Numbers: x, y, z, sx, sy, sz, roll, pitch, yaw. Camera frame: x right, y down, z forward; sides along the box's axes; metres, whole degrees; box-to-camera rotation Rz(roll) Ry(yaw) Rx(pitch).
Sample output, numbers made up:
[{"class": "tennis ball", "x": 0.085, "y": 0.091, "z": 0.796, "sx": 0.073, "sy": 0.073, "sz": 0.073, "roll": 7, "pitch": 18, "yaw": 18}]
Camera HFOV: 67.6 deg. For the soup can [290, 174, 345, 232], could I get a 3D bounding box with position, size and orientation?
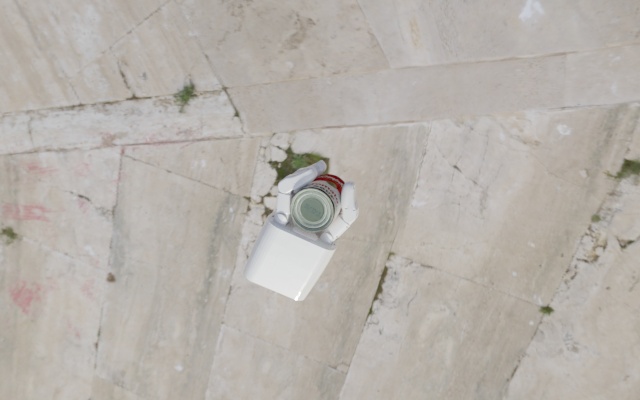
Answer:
[{"class": "soup can", "x": 0.000, "y": 0.002, "z": 0.715, "sx": 0.068, "sy": 0.068, "sz": 0.102, "roll": 0, "pitch": 13, "yaw": 15}]
